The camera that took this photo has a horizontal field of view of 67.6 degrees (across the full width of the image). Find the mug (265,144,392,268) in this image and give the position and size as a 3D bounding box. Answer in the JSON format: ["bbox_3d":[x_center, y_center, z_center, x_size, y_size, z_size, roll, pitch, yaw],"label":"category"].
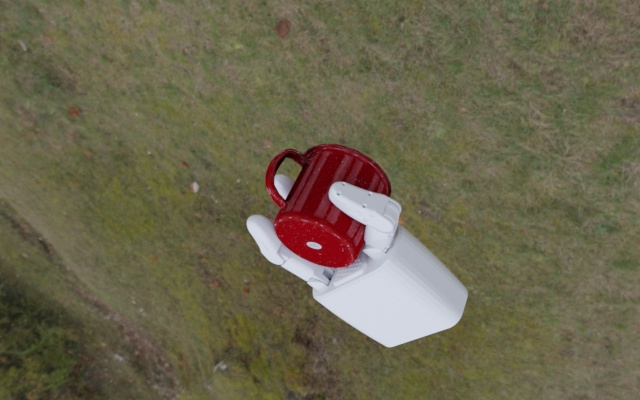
[{"bbox_3d":[-0.001,0.001,0.438,0.117,0.081,0.093,39,-33,-19],"label":"mug"}]
